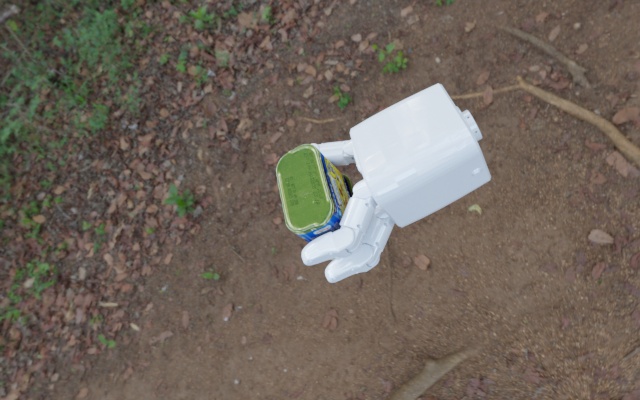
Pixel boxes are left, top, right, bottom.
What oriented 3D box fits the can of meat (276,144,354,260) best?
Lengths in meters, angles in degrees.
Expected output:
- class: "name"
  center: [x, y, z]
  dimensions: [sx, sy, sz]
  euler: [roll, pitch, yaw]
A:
- class: "can of meat"
  center: [0.000, 0.001, 0.505]
  dimensions: [0.057, 0.102, 0.084]
  euler: [-24, -32, 16]
